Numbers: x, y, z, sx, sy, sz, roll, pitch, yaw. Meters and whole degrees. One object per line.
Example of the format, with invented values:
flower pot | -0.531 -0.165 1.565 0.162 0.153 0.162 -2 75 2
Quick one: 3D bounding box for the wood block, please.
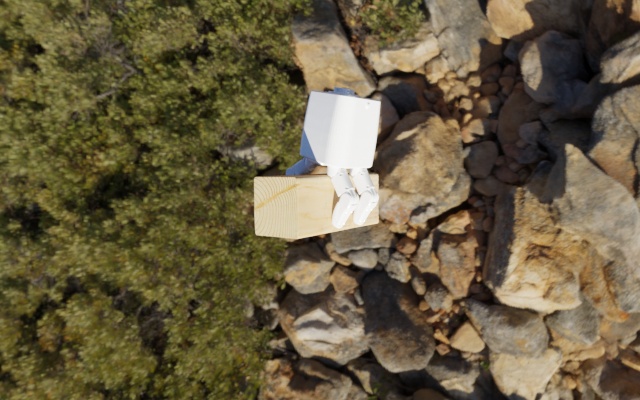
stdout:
wood block | 0.000 0.002 0.769 0.091 0.090 0.206 3 6 40
